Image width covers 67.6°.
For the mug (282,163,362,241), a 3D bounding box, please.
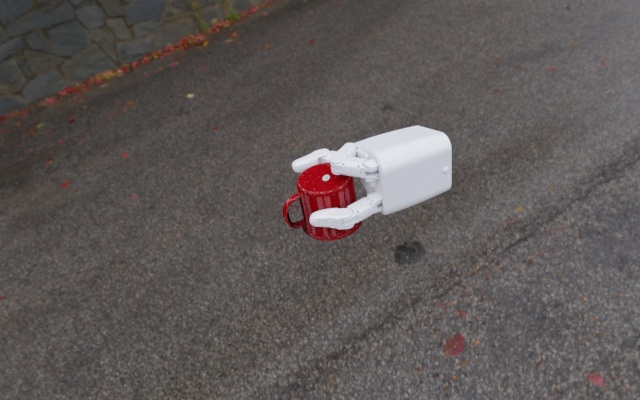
[{"bbox_3d":[-0.001,0.003,0.693,0.117,0.082,0.093,-19,36,-10],"label":"mug"}]
